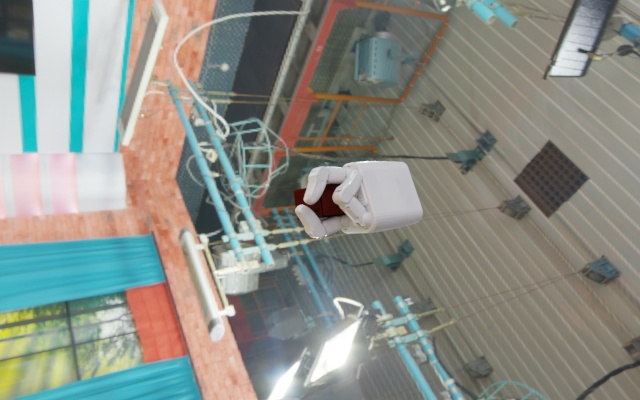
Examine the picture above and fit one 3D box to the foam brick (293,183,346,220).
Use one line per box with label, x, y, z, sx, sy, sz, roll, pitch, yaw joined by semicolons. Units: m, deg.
foam brick;0.000;0.002;0.764;0.051;0.053;0.078;-7;0;-33
